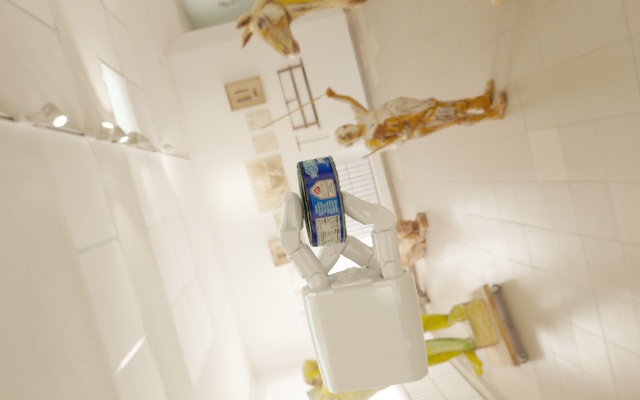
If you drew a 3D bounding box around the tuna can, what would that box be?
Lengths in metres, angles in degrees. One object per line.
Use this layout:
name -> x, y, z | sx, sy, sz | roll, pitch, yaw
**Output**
tuna can -> -0.001, 0.002, 0.461 | 0.034, 0.086, 0.086 | -10, 1, -5
